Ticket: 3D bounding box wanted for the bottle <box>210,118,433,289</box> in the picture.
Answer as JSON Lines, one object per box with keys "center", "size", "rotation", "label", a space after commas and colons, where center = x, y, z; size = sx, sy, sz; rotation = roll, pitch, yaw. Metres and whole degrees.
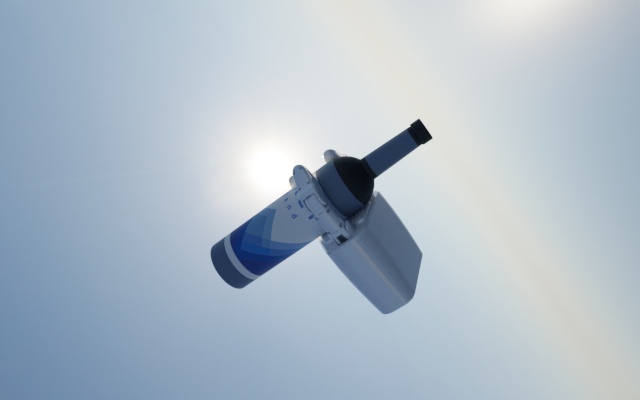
{"center": [0.000, 0.002, 0.564], "size": [0.296, 0.069, 0.069], "rotation": [-35, -11, 16], "label": "bottle"}
